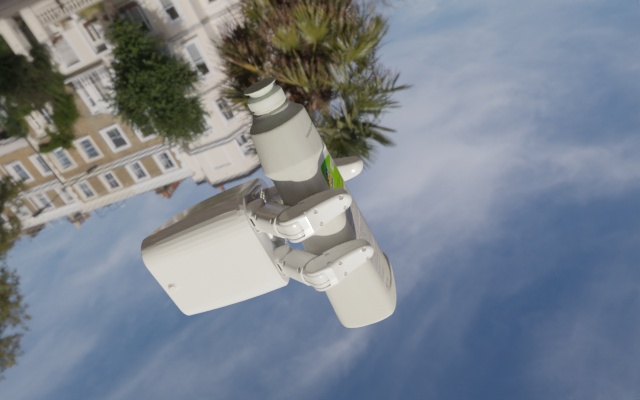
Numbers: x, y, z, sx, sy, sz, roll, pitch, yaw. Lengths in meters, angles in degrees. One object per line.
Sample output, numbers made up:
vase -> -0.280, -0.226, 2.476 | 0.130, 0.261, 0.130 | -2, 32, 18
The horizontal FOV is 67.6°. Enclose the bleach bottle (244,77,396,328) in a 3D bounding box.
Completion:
bleach bottle -> 0.000, 0.002, 0.451 | 0.068, 0.251, 0.102 | -20, 29, 11
